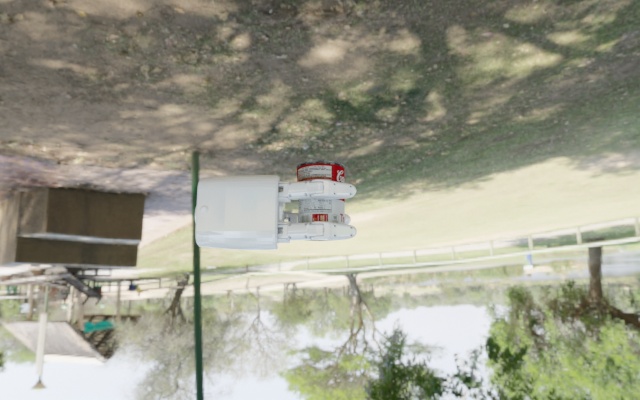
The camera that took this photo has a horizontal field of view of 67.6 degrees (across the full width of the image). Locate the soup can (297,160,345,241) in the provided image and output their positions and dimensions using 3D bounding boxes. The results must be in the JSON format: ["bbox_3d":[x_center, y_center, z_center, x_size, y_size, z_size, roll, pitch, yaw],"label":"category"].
[{"bbox_3d":[0.001,0.003,0.662,0.068,0.102,0.068,0,-11,0],"label":"soup can"}]
